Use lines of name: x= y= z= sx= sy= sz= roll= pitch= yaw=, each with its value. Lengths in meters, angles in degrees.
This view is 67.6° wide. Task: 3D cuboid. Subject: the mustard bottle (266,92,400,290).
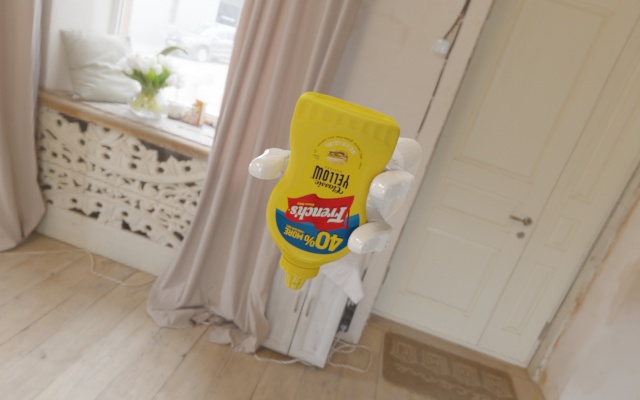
mustard bottle: x=0.000 y=0.001 z=0.458 sx=0.096 sy=0.192 sz=0.058 roll=16 pitch=20 yaw=-5
